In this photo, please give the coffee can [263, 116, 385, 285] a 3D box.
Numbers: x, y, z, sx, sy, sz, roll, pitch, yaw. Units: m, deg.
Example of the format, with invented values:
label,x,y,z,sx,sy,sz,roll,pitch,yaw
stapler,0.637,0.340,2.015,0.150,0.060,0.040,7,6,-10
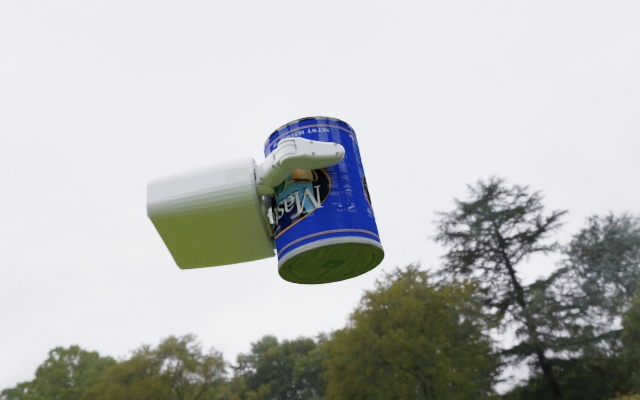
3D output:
label,x,y,z,sx,sy,sz,roll,pitch,yaw
coffee can,0.000,0.002,0.483,0.103,0.140,0.103,-8,-28,-4
